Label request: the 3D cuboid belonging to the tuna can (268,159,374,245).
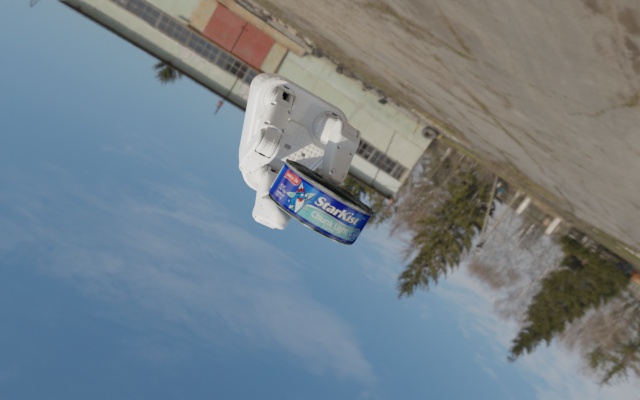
[{"bbox_3d":[0.000,0.002,0.400,0.086,0.034,0.086,31,7,-4],"label":"tuna can"}]
